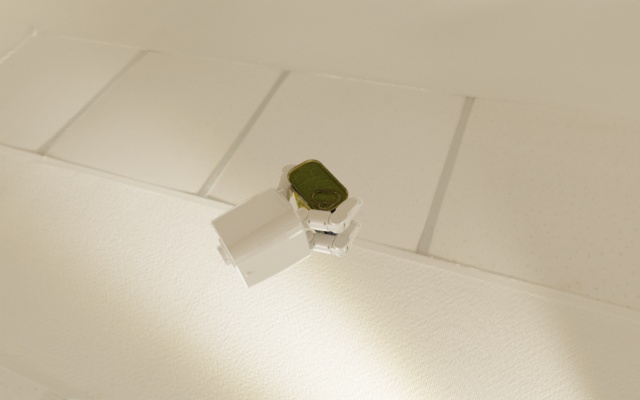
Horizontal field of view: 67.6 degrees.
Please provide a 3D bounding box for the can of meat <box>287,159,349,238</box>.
[{"bbox_3d":[0.000,0.002,0.718,0.057,0.084,0.102,-31,54,-16],"label":"can of meat"}]
